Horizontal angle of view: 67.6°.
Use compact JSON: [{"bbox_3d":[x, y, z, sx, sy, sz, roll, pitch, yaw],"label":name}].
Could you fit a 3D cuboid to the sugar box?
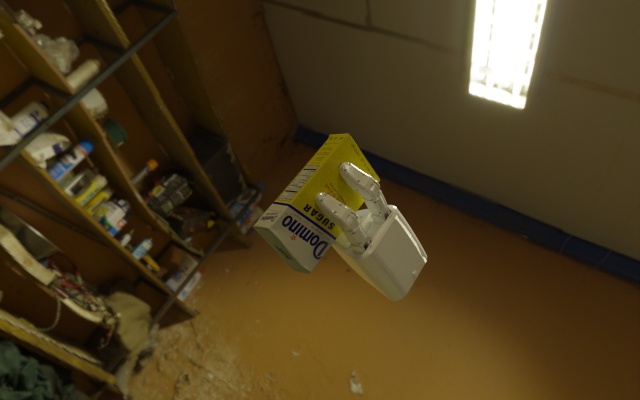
[{"bbox_3d":[0.001,0.002,0.642,0.048,0.176,0.093,3,-40,51],"label":"sugar box"}]
